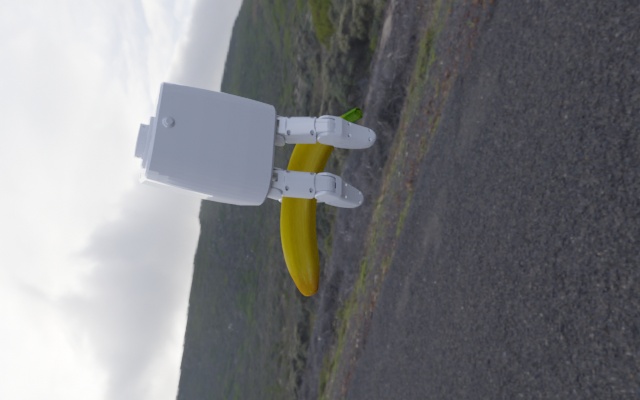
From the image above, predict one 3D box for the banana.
[{"bbox_3d":[-0.011,-0.004,0.497,0.037,0.198,0.069,15,-3,-42],"label":"banana"}]
